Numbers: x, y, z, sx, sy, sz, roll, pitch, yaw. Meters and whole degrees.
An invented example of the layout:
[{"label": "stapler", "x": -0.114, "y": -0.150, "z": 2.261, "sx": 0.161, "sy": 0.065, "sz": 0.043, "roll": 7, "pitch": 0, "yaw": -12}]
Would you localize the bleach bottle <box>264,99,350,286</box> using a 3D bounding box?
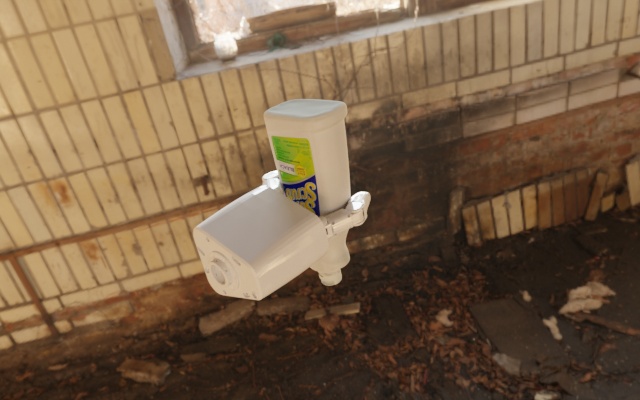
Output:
[{"label": "bleach bottle", "x": 0.000, "y": 0.002, "z": 0.608, "sx": 0.102, "sy": 0.251, "sz": 0.068, "roll": 14, "pitch": 36, "yaw": 41}]
